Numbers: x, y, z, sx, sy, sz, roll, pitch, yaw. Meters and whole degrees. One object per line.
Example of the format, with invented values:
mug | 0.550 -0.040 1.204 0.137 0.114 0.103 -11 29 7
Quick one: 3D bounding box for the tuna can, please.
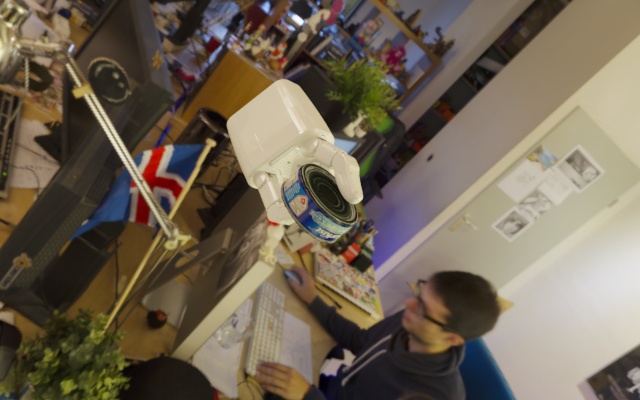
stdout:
tuna can | 0.001 0.001 0.514 0.034 0.086 0.086 -41 -20 25
